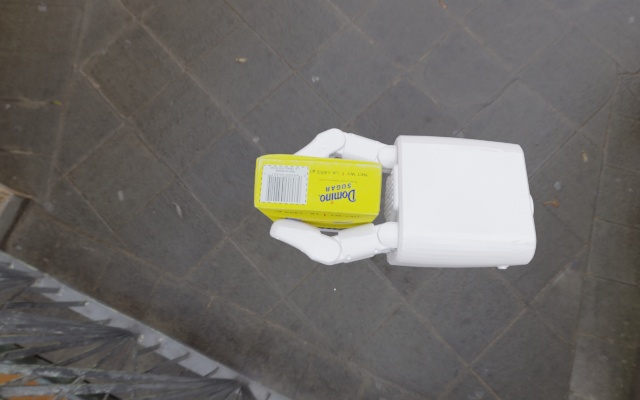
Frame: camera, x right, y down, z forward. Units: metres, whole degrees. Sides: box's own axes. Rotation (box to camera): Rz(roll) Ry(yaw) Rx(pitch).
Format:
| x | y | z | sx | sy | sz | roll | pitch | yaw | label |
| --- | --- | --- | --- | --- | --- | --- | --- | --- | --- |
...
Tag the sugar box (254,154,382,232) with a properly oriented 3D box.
| x | y | z | sx | sy | sz | roll | pitch | yaw | label |
| --- | --- | --- | --- | --- | --- | --- | --- | --- | --- |
| 0.000 | 0.002 | 0.429 | 0.093 | 0.048 | 0.176 | 4 | -10 | 3 | sugar box |
